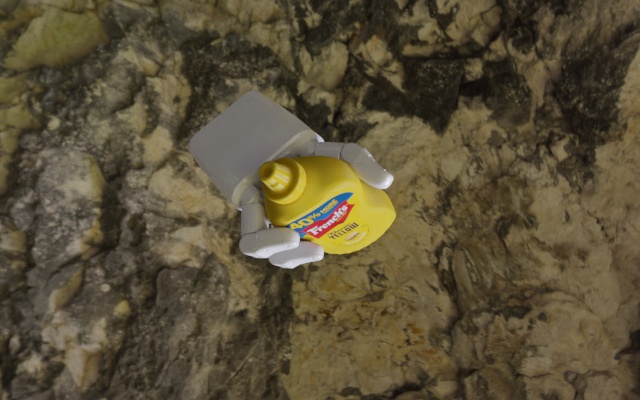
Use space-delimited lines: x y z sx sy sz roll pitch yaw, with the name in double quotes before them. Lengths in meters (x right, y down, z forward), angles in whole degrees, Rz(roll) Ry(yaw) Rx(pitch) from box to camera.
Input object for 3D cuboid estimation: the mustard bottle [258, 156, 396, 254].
"mustard bottle" 0.000 0.002 0.481 0.096 0.058 0.192 -30 -29 18
